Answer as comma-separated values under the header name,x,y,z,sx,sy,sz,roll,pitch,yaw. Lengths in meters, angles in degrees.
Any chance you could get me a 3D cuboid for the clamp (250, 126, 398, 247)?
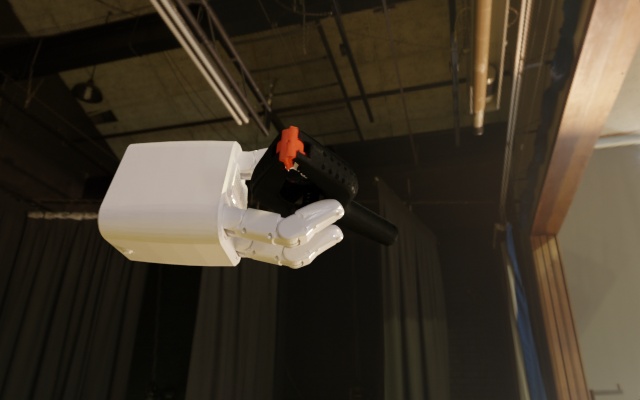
name,x,y,z,sx,sy,sz,roll,pitch,yaw
clamp,0.000,0.000,0.450,0.164,0.036,0.210,1,-25,2
